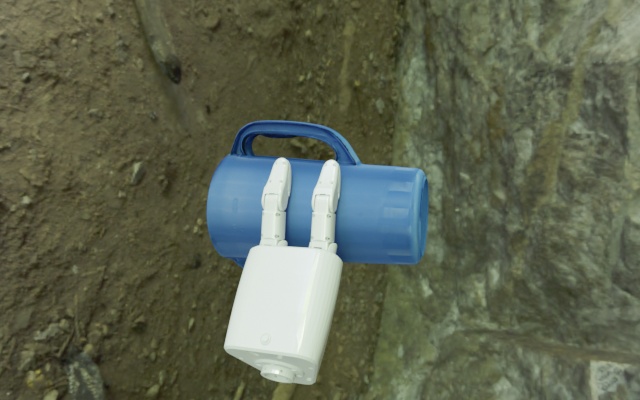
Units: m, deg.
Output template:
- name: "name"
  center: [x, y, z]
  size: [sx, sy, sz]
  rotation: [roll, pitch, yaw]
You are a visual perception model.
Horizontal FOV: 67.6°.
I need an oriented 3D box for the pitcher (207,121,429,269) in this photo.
- name: "pitcher"
  center: [0.000, 0.002, 0.563]
  size: [0.243, 0.145, 0.149]
  rotation: [3, -36, 17]
